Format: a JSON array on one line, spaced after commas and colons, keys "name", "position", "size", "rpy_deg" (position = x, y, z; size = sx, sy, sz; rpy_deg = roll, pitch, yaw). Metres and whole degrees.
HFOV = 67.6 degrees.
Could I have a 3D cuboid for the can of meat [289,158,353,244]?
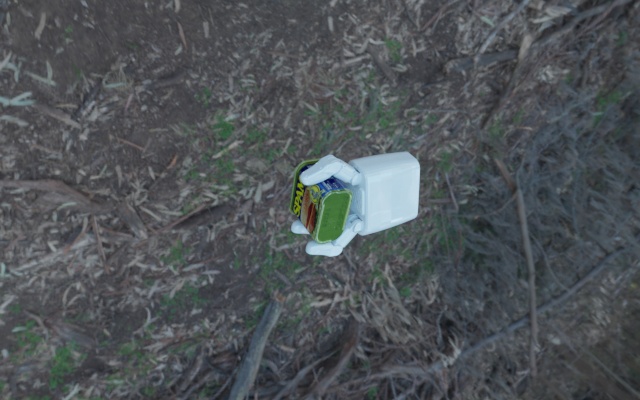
[{"name": "can of meat", "position": [0.000, 0.002, 0.718], "size": [0.057, 0.102, 0.084], "rpy_deg": [-10, 40, -29]}]
